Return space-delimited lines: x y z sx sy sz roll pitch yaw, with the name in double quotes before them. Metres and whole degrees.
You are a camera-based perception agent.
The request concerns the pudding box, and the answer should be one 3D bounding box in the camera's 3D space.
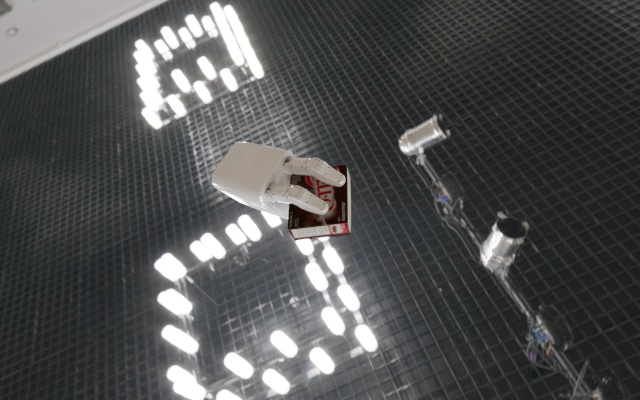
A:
"pudding box" 0.000 0.002 0.720 0.090 0.113 0.039 -8 -36 11
